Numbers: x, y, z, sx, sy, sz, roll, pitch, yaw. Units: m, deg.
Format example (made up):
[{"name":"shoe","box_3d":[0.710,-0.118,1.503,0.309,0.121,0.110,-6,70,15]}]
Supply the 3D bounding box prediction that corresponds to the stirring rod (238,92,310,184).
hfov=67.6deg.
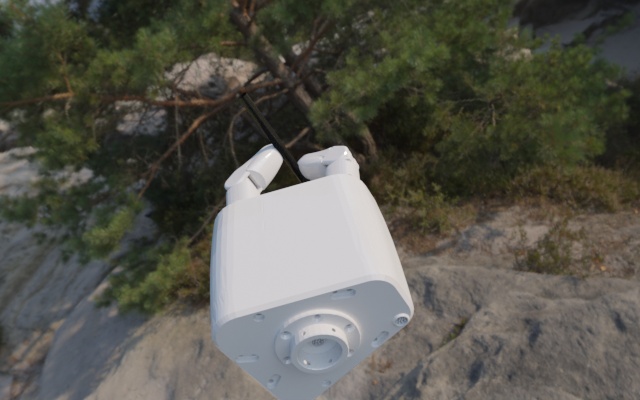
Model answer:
[{"name":"stirring rod","box_3d":[0.000,0.001,0.433,0.011,0.011,0.240,0,-44,44]}]
